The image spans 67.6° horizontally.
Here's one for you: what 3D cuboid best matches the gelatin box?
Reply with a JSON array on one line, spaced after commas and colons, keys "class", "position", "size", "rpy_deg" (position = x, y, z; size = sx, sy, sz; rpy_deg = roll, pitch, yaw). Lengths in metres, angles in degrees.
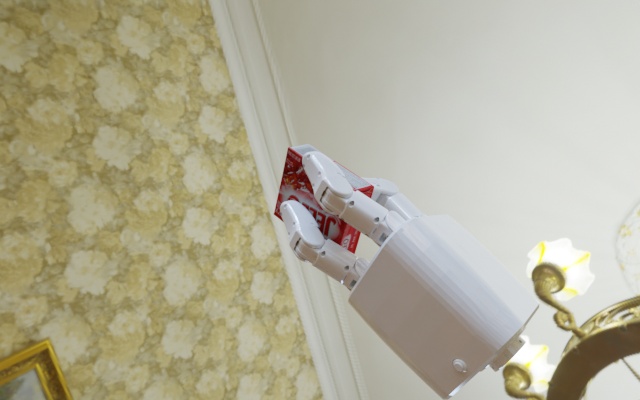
[{"class": "gelatin box", "position": [0.000, 0.001, 0.428], "size": [0.030, 0.073, 0.089], "rpy_deg": [-15, 40, -42]}]
